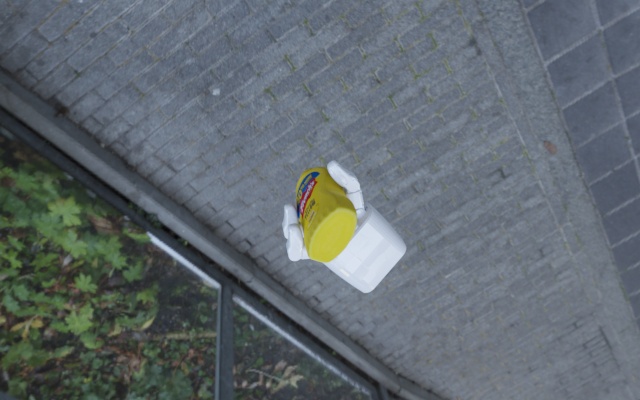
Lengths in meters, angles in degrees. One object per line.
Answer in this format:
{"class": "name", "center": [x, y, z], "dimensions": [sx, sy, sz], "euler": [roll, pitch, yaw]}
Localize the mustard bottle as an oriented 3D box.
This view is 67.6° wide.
{"class": "mustard bottle", "center": [0.000, 0.002, 0.735], "dimensions": [0.058, 0.096, 0.191], "euler": [17, 26, -21]}
